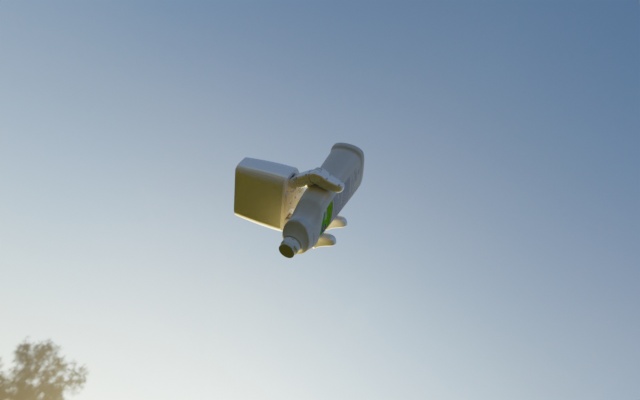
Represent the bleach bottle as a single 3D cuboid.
[{"bbox_3d":[0.000,0.003,0.831,0.068,0.103,0.250,17,42,20],"label":"bleach bottle"}]
